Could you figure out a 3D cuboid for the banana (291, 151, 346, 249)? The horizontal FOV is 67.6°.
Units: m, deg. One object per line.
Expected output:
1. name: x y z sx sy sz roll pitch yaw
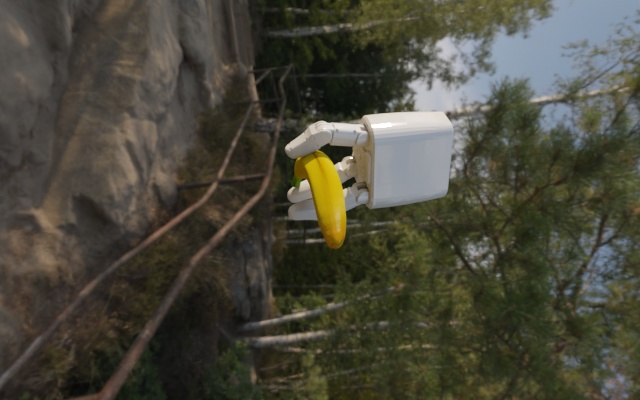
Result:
1. banana: 0.000 -0.017 0.561 0.037 0.070 0.197 -4 23 -12
